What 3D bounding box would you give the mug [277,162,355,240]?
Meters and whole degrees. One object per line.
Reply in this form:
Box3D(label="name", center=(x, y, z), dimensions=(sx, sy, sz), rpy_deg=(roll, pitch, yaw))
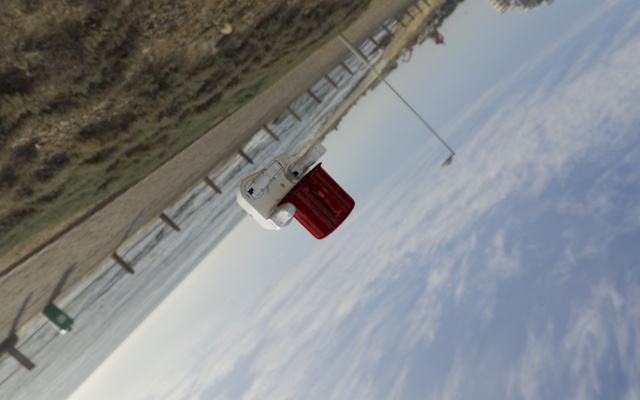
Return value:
Box3D(label="mug", center=(0.001, 0.002, 0.696), dimensions=(0.081, 0.093, 0.117), rpy_deg=(45, -15, -7))
